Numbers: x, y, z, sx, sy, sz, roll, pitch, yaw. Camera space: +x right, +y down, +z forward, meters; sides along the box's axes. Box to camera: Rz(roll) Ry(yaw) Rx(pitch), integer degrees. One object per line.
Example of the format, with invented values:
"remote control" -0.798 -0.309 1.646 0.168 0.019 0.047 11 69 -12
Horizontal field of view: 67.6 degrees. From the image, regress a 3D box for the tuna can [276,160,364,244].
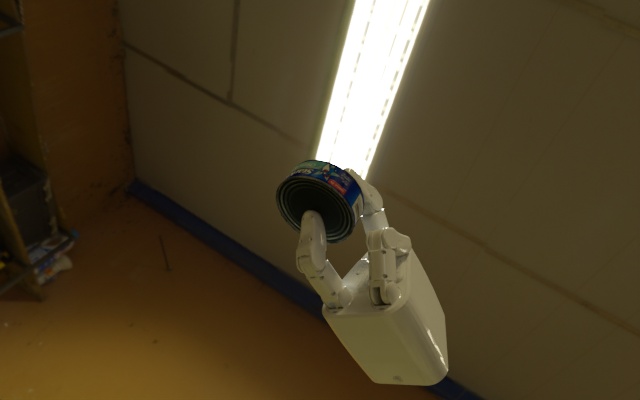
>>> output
"tuna can" 0.000 0.001 0.481 0.086 0.086 0.033 0 38 33
